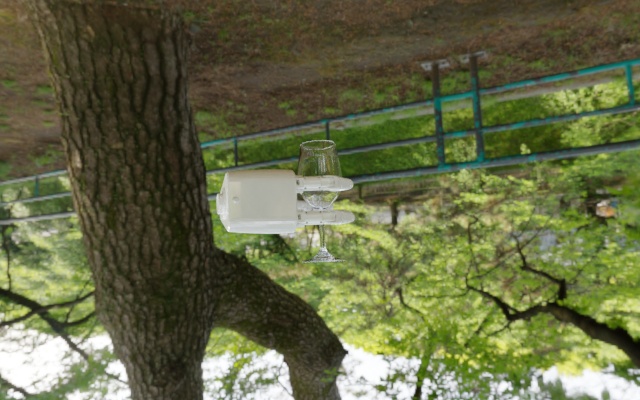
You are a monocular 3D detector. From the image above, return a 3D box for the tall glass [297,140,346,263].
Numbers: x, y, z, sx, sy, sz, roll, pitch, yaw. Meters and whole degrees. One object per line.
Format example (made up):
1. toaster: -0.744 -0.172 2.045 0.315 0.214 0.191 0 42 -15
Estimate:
1. tall glass: 0.000 0.003 0.808 0.079 0.201 0.079 -2 -6 0
